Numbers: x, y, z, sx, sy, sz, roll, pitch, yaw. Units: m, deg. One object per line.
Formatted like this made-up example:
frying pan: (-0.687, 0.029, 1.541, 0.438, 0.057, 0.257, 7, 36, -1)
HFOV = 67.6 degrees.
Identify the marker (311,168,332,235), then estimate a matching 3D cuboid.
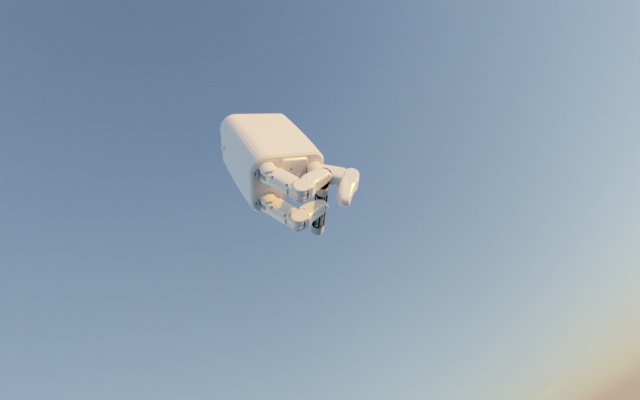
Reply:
marker: (0.000, 0.002, 0.656, 0.020, 0.020, 0.121, 0, -44, -7)
